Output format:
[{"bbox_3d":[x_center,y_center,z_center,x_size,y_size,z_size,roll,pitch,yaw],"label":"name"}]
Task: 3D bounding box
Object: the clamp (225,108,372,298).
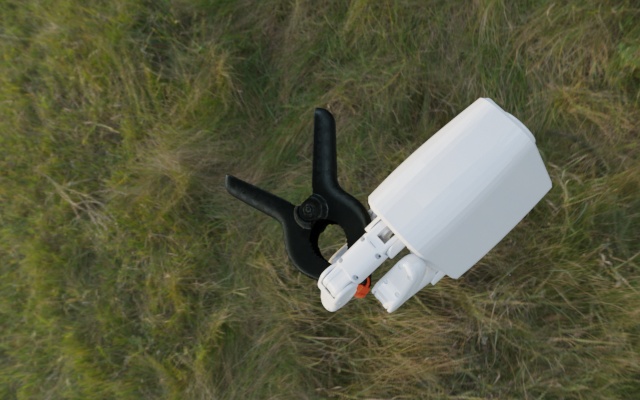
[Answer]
[{"bbox_3d":[0.000,0.001,0.419,0.120,0.171,0.039,-45,-21,11],"label":"clamp"}]
